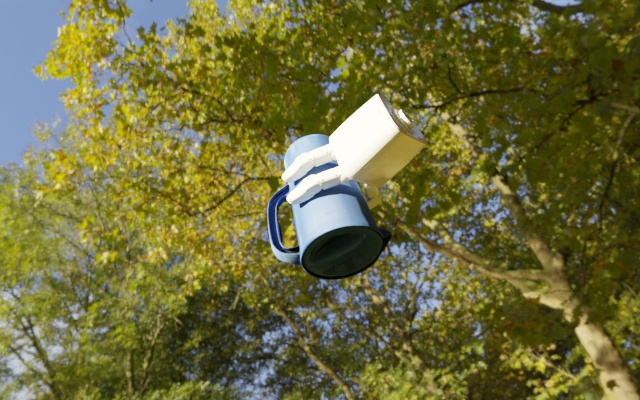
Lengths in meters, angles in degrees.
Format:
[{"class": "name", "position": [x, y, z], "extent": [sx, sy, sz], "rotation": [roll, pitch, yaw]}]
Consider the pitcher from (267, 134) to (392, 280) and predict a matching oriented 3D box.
[{"class": "pitcher", "position": [0.000, 0.003, 0.803], "extent": [0.149, 0.242, 0.145], "rotation": [26, -58, -38]}]
